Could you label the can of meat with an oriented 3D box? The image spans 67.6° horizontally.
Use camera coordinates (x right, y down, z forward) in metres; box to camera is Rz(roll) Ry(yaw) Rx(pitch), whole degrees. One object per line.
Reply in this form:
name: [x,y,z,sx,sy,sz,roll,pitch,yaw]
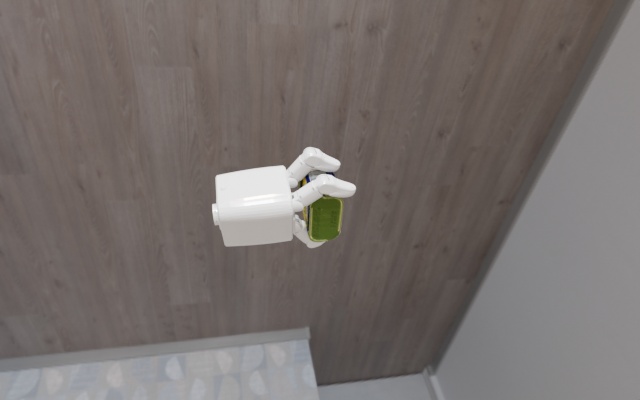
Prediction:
can of meat: [0.000,0.003,0.748,0.057,0.102,0.084,-6,43,-9]
